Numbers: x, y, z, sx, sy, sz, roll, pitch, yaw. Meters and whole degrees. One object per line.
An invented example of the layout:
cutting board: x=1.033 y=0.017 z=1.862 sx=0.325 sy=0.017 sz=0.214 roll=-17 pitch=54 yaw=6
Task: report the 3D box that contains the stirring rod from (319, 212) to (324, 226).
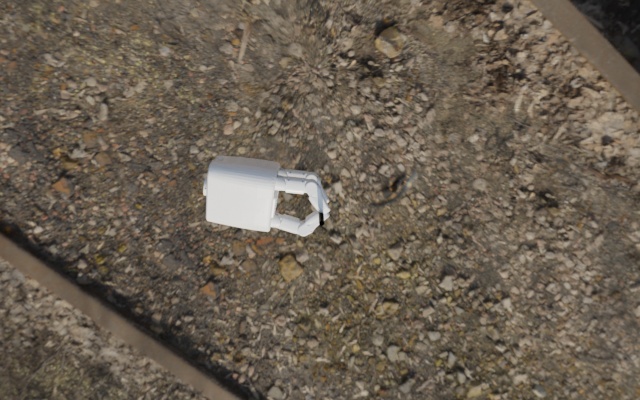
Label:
stirring rod: x=0.000 y=0.003 z=0.831 sx=0.011 sy=0.011 sz=0.239 roll=0 pitch=15 yaw=-1
